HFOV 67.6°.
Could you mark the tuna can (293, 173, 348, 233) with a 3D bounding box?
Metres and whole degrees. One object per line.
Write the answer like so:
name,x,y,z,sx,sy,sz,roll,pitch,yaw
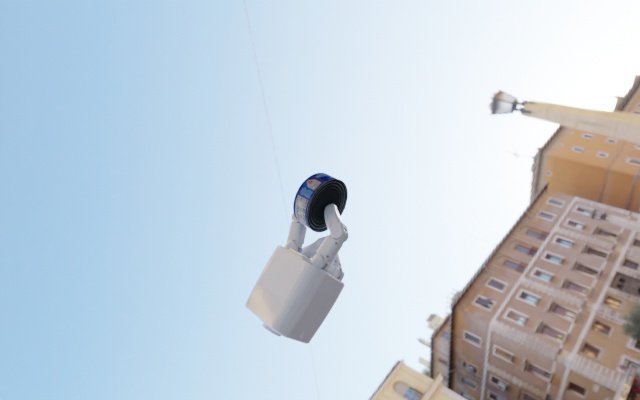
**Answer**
tuna can,0.000,0.002,0.716,0.033,0.086,0.086,28,18,37
